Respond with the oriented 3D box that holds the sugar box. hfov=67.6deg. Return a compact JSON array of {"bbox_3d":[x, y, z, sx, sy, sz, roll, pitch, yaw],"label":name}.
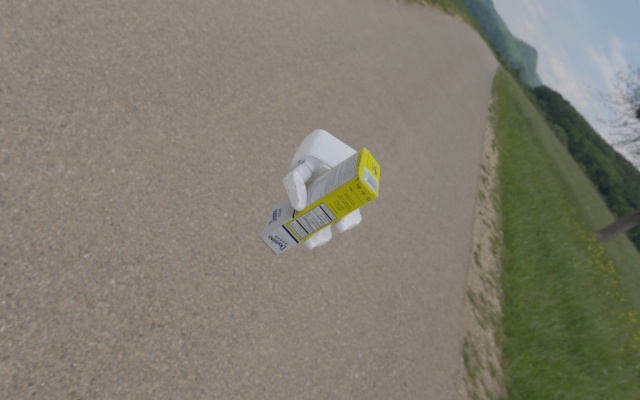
[{"bbox_3d":[0.001,0.002,0.678,0.176,0.048,0.093,-34,20,26],"label":"sugar box"}]
